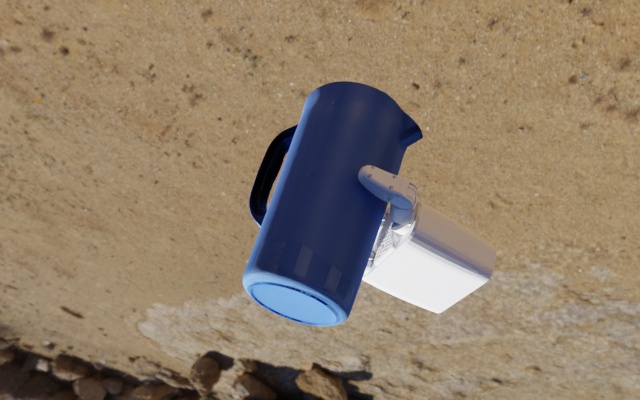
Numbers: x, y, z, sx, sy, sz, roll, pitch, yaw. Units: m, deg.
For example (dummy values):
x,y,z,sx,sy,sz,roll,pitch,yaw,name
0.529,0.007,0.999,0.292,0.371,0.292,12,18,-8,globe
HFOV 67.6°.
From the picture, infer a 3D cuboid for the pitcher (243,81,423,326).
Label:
x,y,z,sx,sy,sz,roll,pitch,yaw,name
0.000,0.002,0.515,0.145,0.242,0.149,27,-31,-11,pitcher
